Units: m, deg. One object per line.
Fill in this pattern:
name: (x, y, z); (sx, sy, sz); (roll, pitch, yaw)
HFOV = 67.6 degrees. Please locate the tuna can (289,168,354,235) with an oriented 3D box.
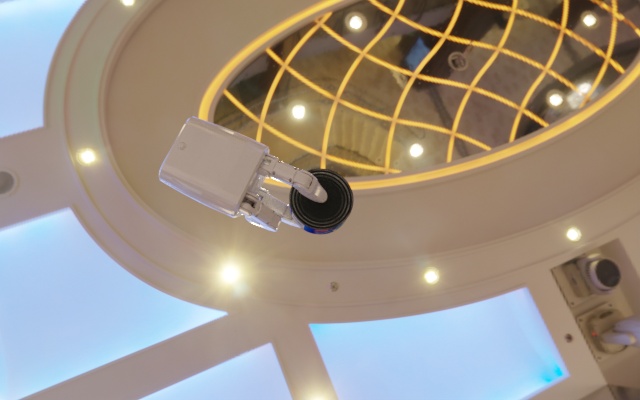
tuna can: (0.000, 0.002, 0.646); (0.086, 0.086, 0.034); (0, -17, -5)
